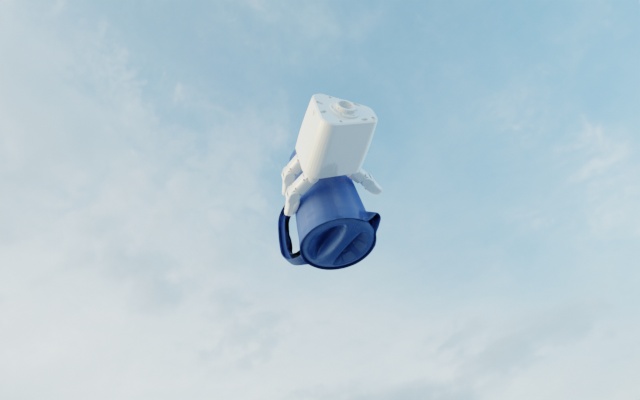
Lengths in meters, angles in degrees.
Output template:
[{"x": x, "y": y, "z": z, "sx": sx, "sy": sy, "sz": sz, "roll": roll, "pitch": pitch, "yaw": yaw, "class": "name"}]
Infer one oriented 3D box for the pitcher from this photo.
[{"x": 0.000, "y": 0.003, "z": 0.886, "sx": 0.149, "sy": 0.145, "sz": 0.242, "roll": 3, "pitch": 42, "yaw": -18, "class": "pitcher"}]
